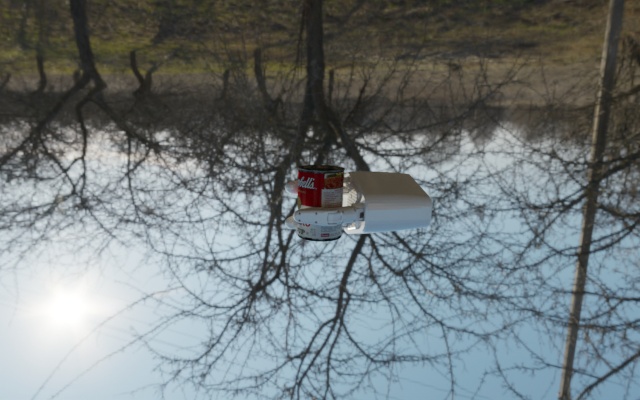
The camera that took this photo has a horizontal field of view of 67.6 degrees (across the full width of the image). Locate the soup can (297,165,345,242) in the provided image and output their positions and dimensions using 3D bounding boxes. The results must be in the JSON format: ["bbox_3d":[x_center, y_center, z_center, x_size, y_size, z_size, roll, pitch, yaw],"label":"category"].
[{"bbox_3d":[0.000,0.003,0.696,0.068,0.102,0.068,2,11,0],"label":"soup can"}]
